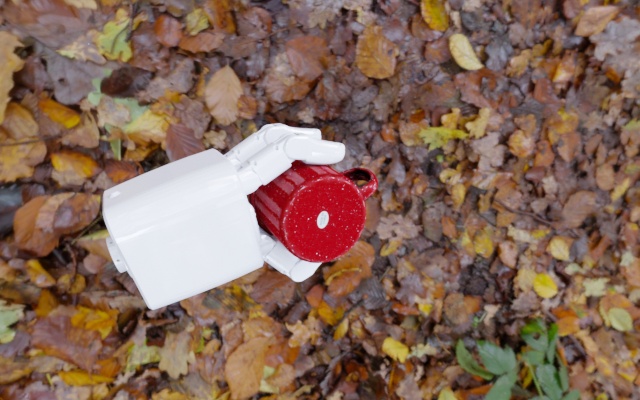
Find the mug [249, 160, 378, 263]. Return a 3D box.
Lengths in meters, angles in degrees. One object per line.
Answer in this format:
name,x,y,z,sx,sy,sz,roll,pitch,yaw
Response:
mug,0.001,0.001,0.442,0.117,0.093,0.081,-23,25,-16
